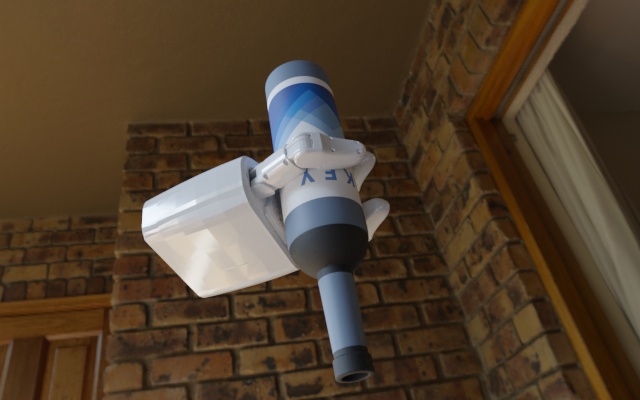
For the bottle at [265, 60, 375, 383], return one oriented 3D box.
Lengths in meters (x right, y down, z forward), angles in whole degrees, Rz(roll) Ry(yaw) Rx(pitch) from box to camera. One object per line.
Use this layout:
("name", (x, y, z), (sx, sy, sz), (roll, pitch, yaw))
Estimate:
("bottle", (0.000, 0.001, 0.407), (0.069, 0.295, 0.069), (-8, -35, -5))
